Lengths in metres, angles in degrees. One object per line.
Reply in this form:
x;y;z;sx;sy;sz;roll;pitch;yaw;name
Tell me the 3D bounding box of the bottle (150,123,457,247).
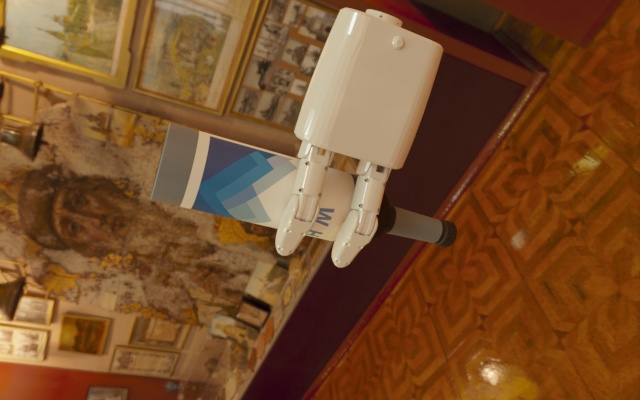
0.000;0.001;0.448;0.296;0.069;0.069;14;-5;-20;bottle
